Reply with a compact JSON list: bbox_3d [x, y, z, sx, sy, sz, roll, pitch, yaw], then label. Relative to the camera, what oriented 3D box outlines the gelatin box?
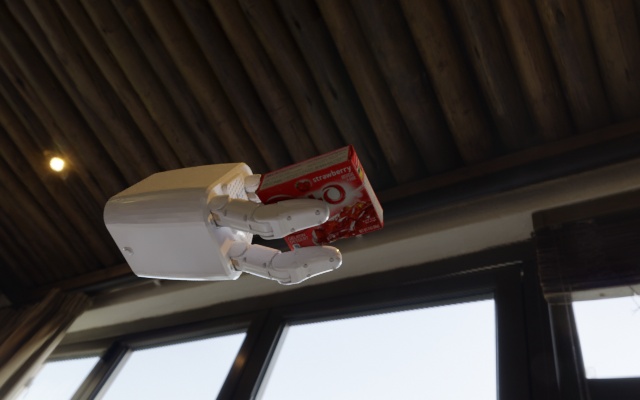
[{"bbox_3d":[0.000,0.001,0.409,0.089,0.073,0.030,-17,32,18],"label":"gelatin box"}]
